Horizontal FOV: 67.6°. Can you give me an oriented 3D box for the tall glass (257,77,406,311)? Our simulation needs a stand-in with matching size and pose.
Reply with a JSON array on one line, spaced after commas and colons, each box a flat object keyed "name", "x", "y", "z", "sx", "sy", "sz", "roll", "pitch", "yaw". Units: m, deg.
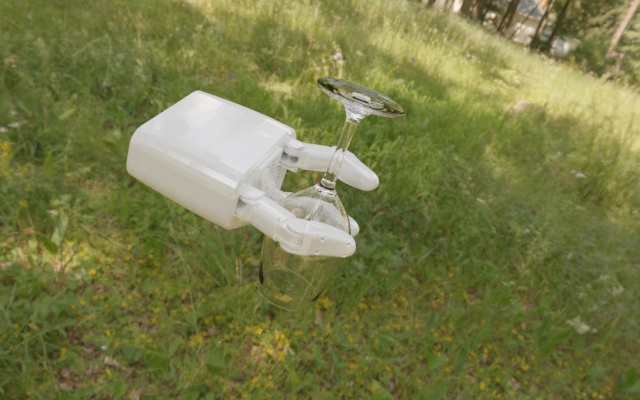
[{"name": "tall glass", "x": 0.000, "y": 0.001, "z": 0.418, "sx": 0.079, "sy": 0.201, "sz": 0.079, "roll": 17, "pitch": 26, "yaw": -8}]
